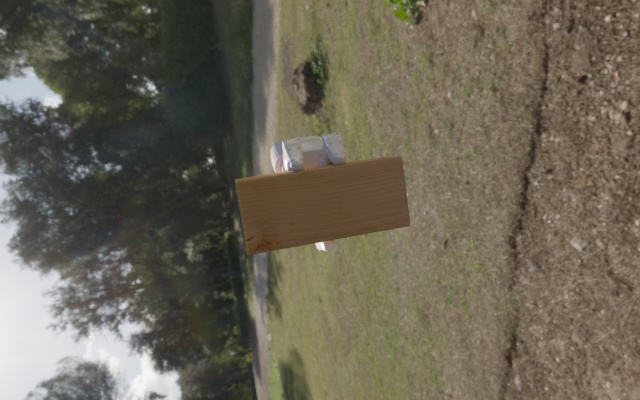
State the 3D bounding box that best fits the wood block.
[{"bbox_3d":[0.000,0.002,0.619,0.206,0.091,0.090,-10,7,-9],"label":"wood block"}]
